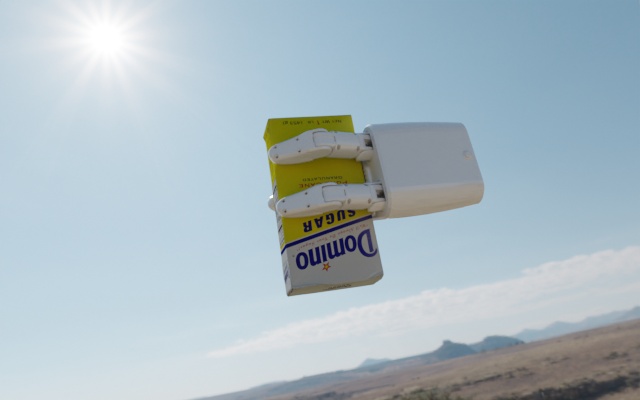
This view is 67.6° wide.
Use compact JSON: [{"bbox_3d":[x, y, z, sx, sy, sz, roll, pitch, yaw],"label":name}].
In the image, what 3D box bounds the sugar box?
[{"bbox_3d":[0.000,0.001,0.482,0.093,0.176,0.048,-6,-20,-14],"label":"sugar box"}]
